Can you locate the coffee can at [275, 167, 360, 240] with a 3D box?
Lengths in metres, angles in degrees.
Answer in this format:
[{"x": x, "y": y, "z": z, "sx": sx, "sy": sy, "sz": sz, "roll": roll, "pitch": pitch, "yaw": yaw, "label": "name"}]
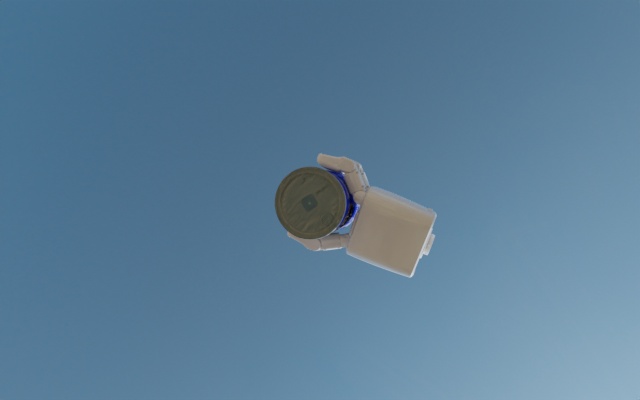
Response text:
[{"x": 0.000, "y": 0.002, "z": 0.734, "sx": 0.103, "sy": 0.103, "sz": 0.140, "roll": 0, "pitch": 1, "yaw": 13, "label": "coffee can"}]
